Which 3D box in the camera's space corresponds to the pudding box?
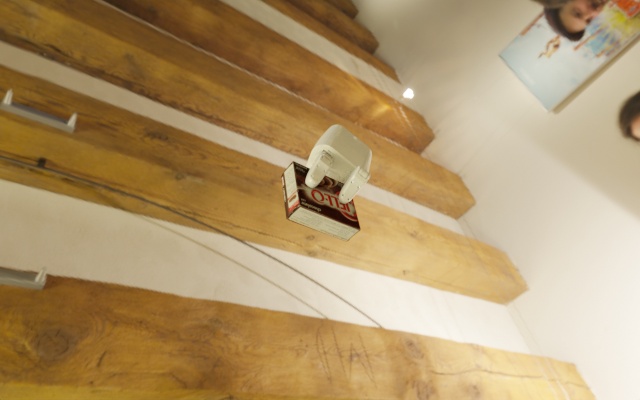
[{"bbox_3d":[0.000,0.002,0.698,0.113,0.090,0.039,20,-52,-30],"label":"pudding box"}]
